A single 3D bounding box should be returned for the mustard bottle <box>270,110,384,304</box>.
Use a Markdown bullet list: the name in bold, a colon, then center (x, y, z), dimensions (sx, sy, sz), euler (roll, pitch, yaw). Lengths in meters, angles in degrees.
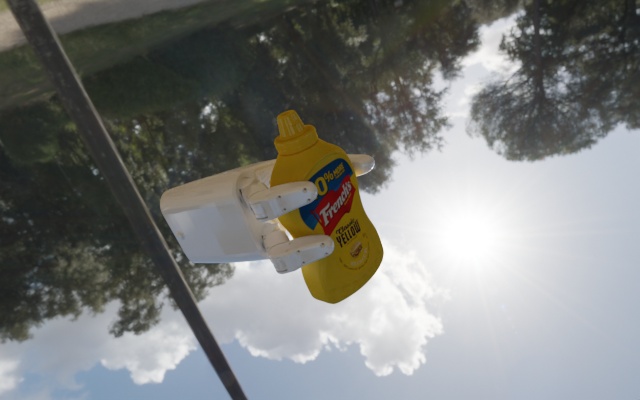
- **mustard bottle**: center (0.000, 0.002, 0.476), dimensions (0.096, 0.192, 0.058), euler (-38, 28, -32)
